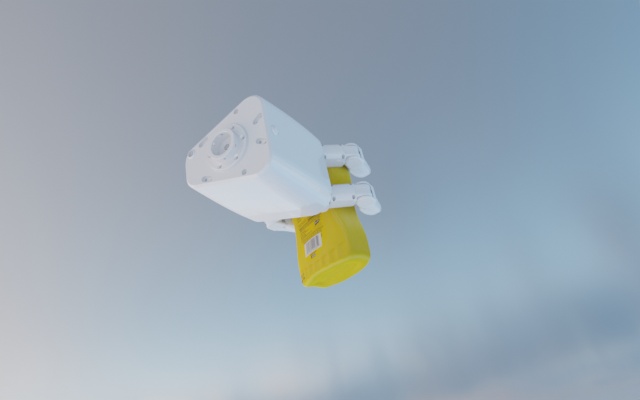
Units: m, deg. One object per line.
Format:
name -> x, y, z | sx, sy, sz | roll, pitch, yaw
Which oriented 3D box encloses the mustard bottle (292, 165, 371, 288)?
mustard bottle -> 0.000, 0.002, 0.582 | 0.058, 0.191, 0.096 | 9, -34, -35
